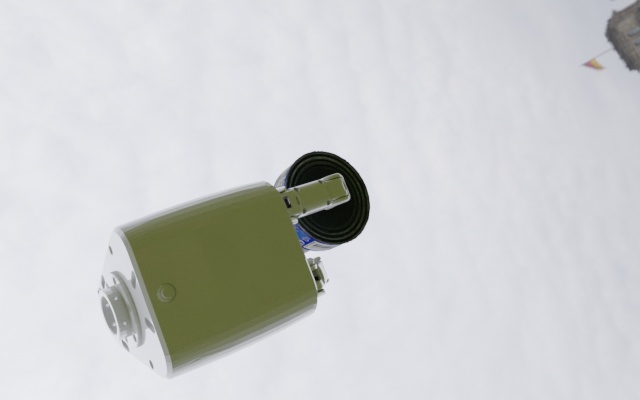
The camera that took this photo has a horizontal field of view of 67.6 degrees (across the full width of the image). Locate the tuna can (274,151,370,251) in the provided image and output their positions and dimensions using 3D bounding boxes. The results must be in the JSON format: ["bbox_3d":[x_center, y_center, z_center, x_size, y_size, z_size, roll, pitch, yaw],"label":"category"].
[{"bbox_3d":[0.000,0.002,0.427,0.086,0.086,0.034,0,-18,-32],"label":"tuna can"}]
